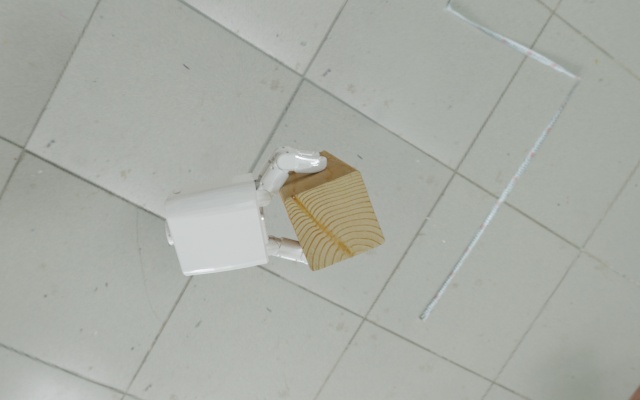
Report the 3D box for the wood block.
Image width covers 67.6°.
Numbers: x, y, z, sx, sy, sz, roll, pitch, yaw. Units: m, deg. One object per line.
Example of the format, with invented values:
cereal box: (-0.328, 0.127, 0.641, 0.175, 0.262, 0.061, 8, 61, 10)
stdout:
wood block: (0.000, 0.002, 0.612, 0.090, 0.091, 0.206, -22, 15, -4)
